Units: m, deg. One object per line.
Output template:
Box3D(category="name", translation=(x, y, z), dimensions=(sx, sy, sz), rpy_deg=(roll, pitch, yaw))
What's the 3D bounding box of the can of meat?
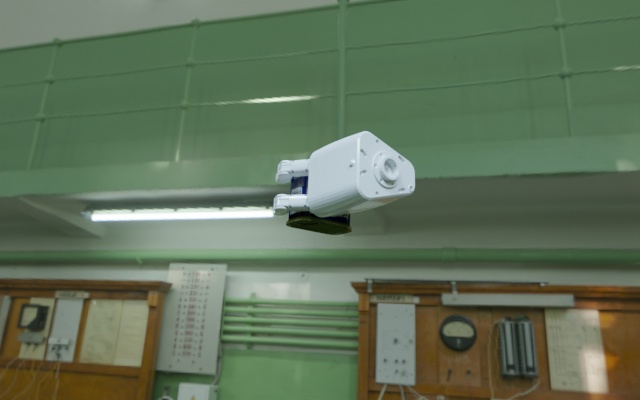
Box3D(category="can of meat", translation=(0.000, 0.002, 0.740), dimensions=(0.102, 0.084, 0.057), rpy_deg=(13, -19, -32))
